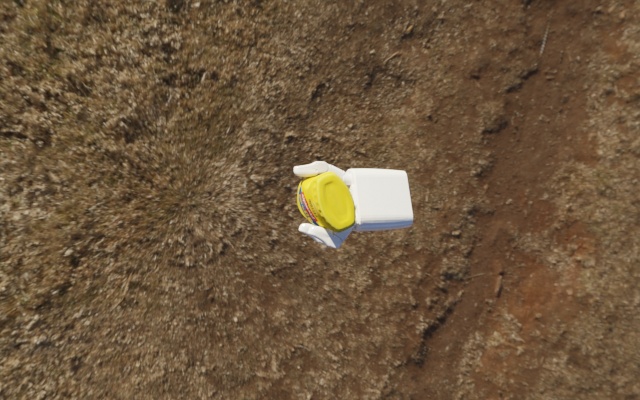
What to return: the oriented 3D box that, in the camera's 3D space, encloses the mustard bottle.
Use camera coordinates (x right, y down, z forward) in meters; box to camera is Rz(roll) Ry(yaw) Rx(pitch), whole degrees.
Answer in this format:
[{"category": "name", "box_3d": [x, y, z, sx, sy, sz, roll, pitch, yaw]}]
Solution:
[{"category": "mustard bottle", "box_3d": [0.000, 0.003, 0.836, 0.058, 0.096, 0.191, -26, 7, -14]}]
